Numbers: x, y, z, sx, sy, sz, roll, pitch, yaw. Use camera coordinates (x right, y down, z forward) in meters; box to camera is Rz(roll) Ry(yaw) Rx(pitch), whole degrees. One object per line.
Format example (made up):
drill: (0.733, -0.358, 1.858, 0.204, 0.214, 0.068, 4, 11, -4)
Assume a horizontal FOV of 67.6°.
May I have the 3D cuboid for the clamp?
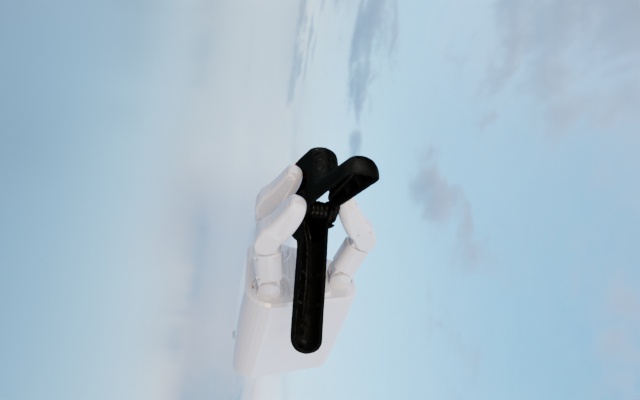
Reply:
clamp: (0.001, 0.001, 0.421, 0.036, 0.165, 0.209, 12, 29, -14)
